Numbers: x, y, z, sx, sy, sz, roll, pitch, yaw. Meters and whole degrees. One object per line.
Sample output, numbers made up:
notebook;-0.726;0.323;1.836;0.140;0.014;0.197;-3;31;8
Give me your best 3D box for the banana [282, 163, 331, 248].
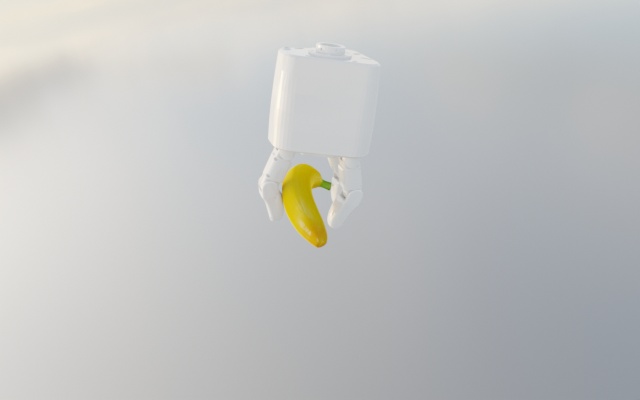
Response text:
banana;-0.017;-0.007;0.592;0.069;0.037;0.197;24;22;-6
